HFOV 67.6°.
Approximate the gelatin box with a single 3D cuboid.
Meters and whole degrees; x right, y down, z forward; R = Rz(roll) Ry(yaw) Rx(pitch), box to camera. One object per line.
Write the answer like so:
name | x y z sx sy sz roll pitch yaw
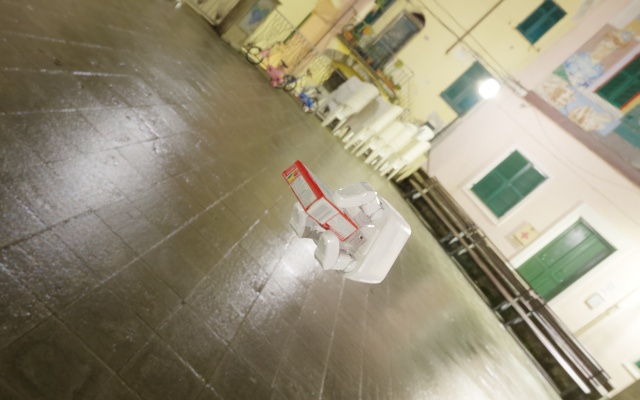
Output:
gelatin box | 0.000 0.001 0.570 0.089 0.030 0.073 42 11 -47
